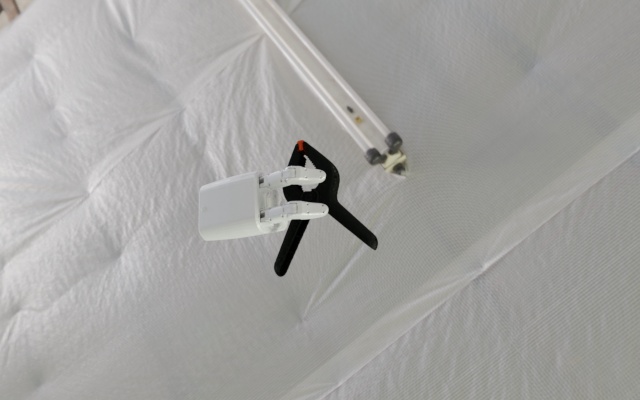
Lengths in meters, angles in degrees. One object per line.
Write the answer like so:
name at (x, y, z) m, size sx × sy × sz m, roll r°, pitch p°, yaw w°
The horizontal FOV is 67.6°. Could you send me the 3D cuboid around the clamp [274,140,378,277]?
clamp at (0.000, 0.002, 0.729) m, size 0.164 × 0.210 × 0.036 m, roll -11°, pitch -20°, yaw 20°
